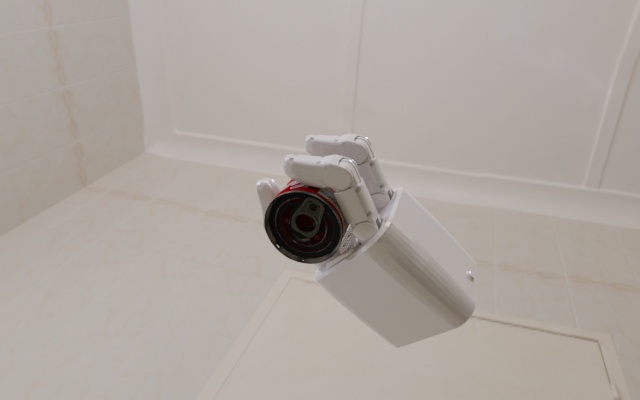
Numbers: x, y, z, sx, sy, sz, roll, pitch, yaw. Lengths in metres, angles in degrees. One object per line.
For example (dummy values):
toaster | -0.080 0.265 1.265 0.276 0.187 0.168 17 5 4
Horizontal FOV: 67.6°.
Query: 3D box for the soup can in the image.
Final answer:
soup can | 0.000 0.001 0.433 0.068 0.068 0.102 0 26 19
